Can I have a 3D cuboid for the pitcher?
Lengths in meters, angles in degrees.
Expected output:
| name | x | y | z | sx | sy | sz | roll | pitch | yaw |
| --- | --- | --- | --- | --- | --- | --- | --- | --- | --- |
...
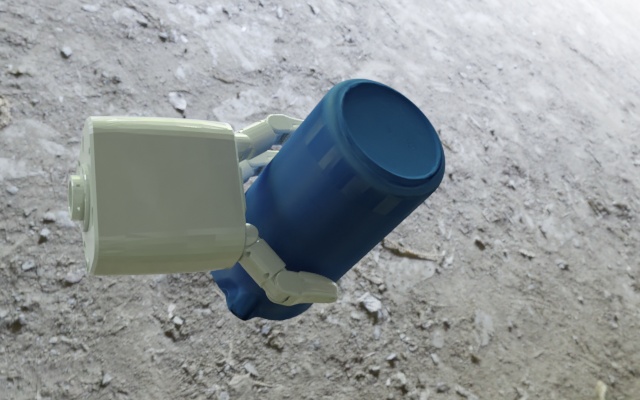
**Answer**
| name | x | y | z | sx | sy | sz | roll | pitch | yaw |
| --- | --- | --- | --- | --- | --- | --- | --- | --- | --- |
| pitcher | 0.000 | 0.001 | 0.440 | 0.145 | 0.149 | 0.243 | -1 | -30 | -33 |
